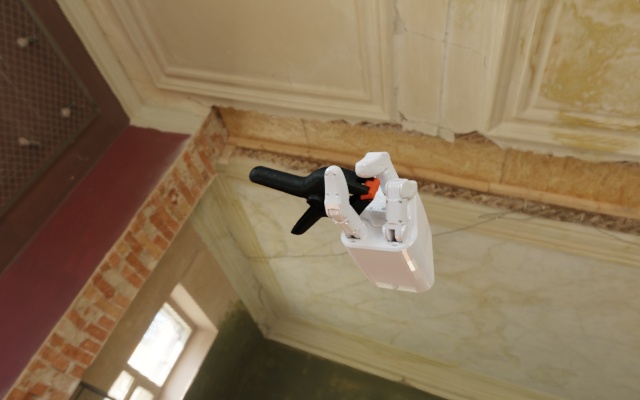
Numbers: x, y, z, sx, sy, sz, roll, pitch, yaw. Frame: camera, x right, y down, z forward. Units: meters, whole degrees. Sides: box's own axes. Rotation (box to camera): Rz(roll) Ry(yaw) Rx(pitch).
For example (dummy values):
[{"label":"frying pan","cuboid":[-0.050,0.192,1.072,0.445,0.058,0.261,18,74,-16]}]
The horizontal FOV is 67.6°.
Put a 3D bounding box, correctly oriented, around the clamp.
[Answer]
[{"label":"clamp","cuboid":[0.000,0.001,0.609,0.171,0.039,0.120,2,-38,32]}]
